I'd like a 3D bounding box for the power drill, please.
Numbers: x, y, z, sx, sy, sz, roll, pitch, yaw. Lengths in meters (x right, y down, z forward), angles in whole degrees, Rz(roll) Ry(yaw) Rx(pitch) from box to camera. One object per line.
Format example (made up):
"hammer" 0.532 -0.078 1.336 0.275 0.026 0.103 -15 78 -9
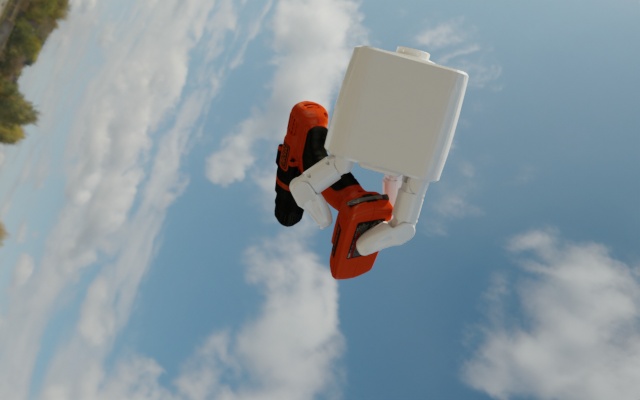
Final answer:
"power drill" 0.000 0.002 0.567 0.057 0.185 0.187 -12 44 -28
